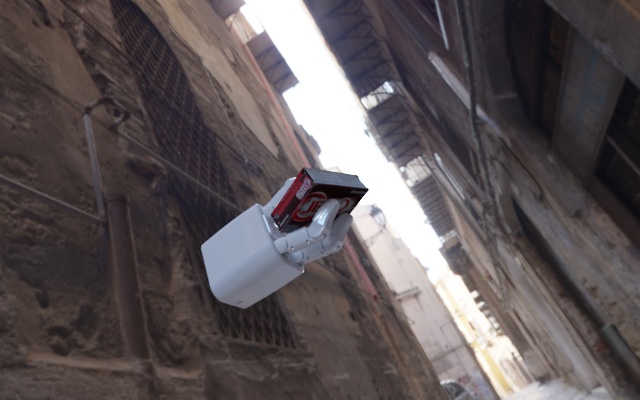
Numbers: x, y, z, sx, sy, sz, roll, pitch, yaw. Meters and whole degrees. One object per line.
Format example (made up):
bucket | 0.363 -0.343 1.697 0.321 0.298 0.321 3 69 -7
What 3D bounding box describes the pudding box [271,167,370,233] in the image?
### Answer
pudding box | 0.000 0.002 0.657 0.113 0.039 0.090 1 -45 -47
